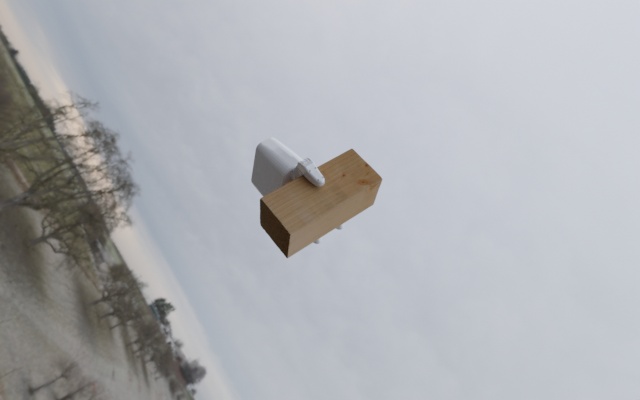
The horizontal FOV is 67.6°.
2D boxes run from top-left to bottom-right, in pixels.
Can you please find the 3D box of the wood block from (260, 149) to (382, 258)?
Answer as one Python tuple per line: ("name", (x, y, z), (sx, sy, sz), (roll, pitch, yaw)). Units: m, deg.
("wood block", (0.000, 0.002, 0.868), (0.206, 0.090, 0.091), (-31, -26, -24))
